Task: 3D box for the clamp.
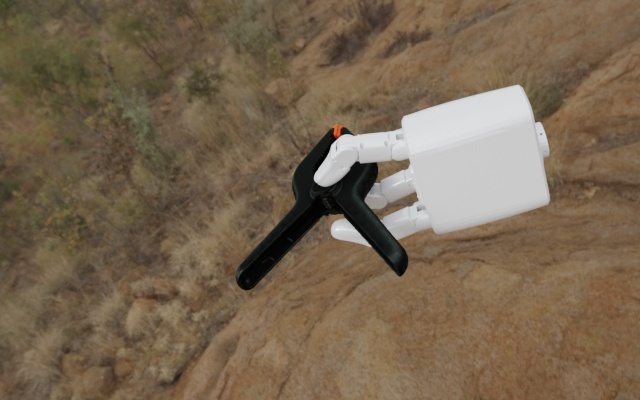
[{"bbox_3d":[0.000,0.001,0.485,0.164,0.209,0.036,-13,-47,16],"label":"clamp"}]
